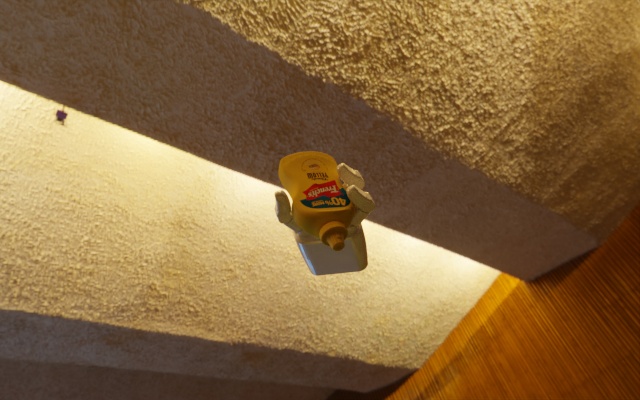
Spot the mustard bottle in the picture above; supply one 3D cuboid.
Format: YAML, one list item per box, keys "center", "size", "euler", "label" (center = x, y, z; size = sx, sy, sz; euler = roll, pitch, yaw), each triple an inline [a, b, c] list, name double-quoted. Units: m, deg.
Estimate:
- center: [0.000, 0.002, 0.738]
  size: [0.096, 0.058, 0.191]
  euler: [-2, 43, -19]
  label: "mustard bottle"
